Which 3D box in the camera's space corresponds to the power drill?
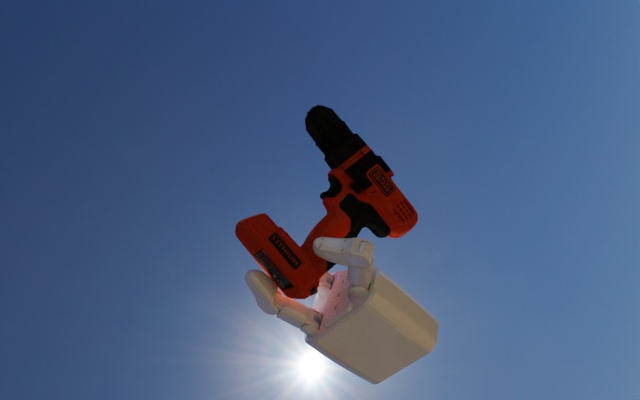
[{"bbox_3d":[0.000,0.002,0.531,0.187,0.184,0.057,-39,-1,-26],"label":"power drill"}]
